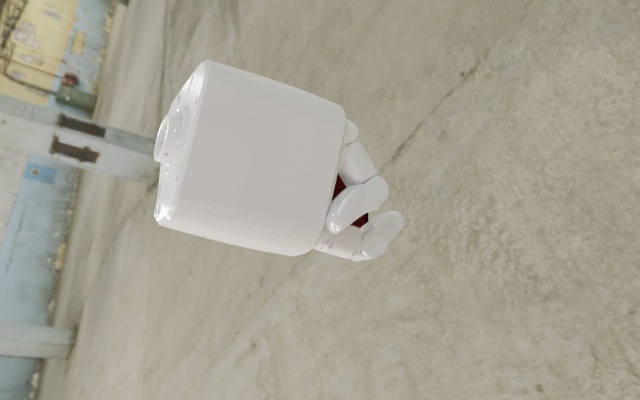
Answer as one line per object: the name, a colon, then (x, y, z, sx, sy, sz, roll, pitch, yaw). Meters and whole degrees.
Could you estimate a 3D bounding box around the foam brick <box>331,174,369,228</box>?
foam brick: (0.000, 0.002, 0.426, 0.051, 0.053, 0.078, 13, -21, -30)
